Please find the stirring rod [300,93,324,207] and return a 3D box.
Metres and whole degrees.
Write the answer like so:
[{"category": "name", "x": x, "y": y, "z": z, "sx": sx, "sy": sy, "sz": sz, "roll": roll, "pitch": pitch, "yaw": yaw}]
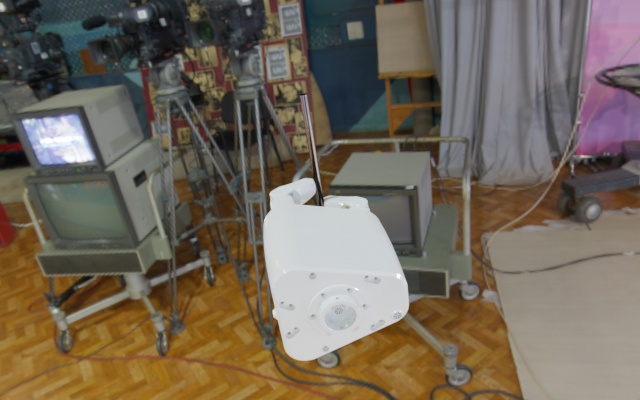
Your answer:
[{"category": "stirring rod", "x": 0.000, "y": 0.002, "z": 0.528, "sx": 0.011, "sy": 0.240, "sz": 0.011, "roll": -7, "pitch": 25, "yaw": 3}]
